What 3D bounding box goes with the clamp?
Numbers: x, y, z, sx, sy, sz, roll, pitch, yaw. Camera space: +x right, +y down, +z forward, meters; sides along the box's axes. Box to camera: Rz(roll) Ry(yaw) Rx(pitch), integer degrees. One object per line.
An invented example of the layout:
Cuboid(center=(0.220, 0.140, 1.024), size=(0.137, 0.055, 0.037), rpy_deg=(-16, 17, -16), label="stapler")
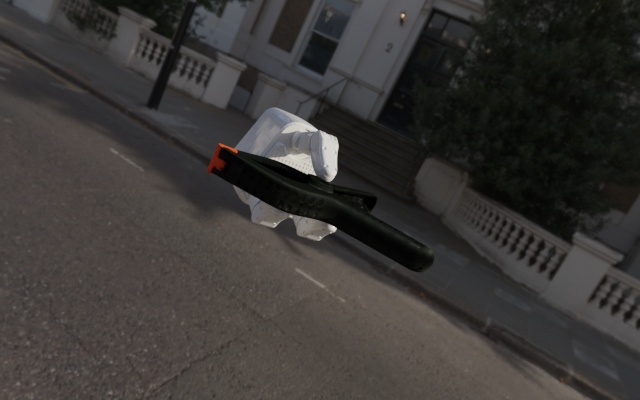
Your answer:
Cuboid(center=(0.000, 0.000, 0.448), size=(0.210, 0.036, 0.164), rpy_deg=(20, 13, -27), label="clamp")
